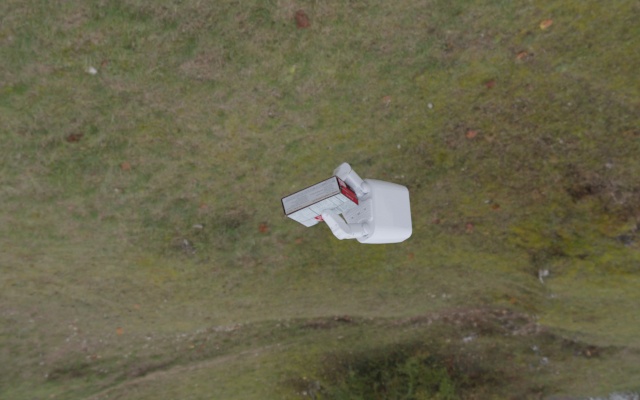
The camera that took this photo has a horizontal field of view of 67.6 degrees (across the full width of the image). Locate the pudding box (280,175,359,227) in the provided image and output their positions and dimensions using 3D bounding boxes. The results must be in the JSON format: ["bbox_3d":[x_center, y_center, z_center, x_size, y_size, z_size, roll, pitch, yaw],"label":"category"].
[{"bbox_3d":[0.000,0.003,0.842,0.113,0.039,0.090,-24,-25,17],"label":"pudding box"}]
